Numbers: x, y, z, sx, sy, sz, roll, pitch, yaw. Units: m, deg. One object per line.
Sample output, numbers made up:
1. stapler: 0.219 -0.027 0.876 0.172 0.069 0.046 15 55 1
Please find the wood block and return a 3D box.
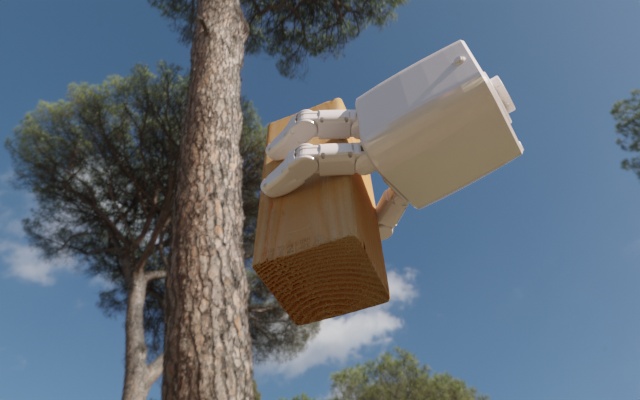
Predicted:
1. wood block: 0.001 0.002 0.463 0.090 0.091 0.206 -18 39 14
